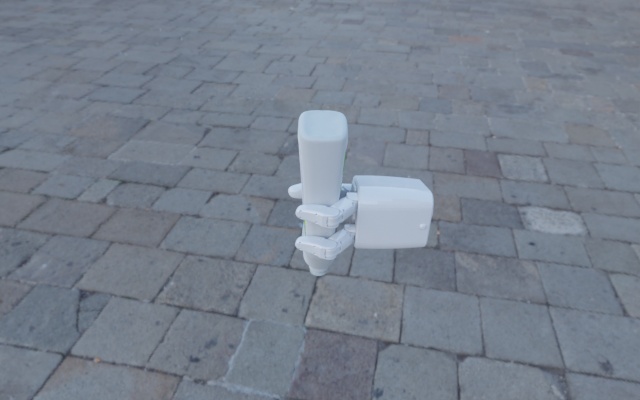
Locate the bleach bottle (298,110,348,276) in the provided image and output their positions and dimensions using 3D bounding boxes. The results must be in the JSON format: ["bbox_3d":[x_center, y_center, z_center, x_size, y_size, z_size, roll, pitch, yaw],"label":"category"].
[{"bbox_3d":[0.000,0.002,0.707,0.068,0.251,0.102,1,33,-1],"label":"bleach bottle"}]
